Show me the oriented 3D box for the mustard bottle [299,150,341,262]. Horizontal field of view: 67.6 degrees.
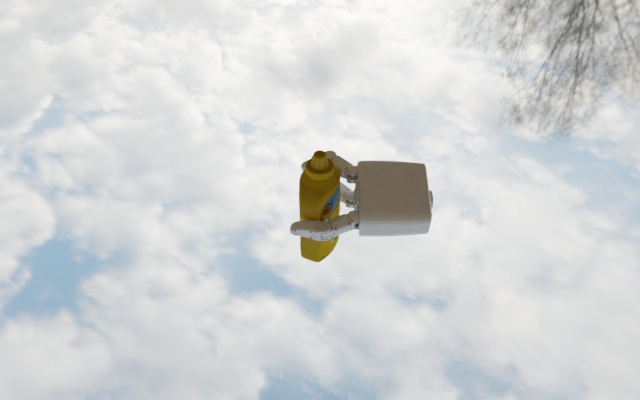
[{"bbox_3d":[0.000,0.003,0.733,0.058,0.192,0.096,18,48,17],"label":"mustard bottle"}]
